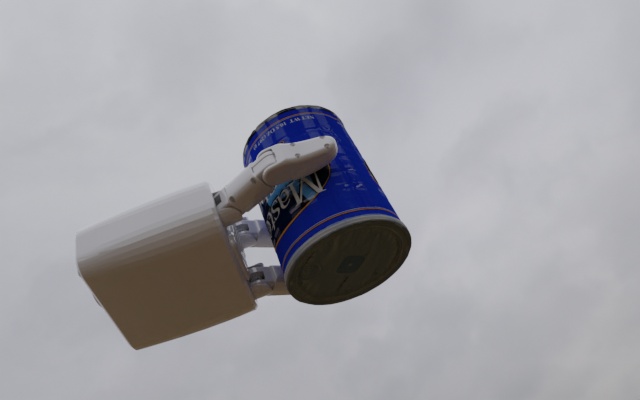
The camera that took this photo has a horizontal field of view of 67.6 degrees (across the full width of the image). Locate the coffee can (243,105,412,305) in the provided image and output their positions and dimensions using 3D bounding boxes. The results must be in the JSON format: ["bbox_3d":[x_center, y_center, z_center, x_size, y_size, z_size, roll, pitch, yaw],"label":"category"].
[{"bbox_3d":[0.000,0.001,0.406,0.103,0.140,0.103,-15,-40,-13],"label":"coffee can"}]
